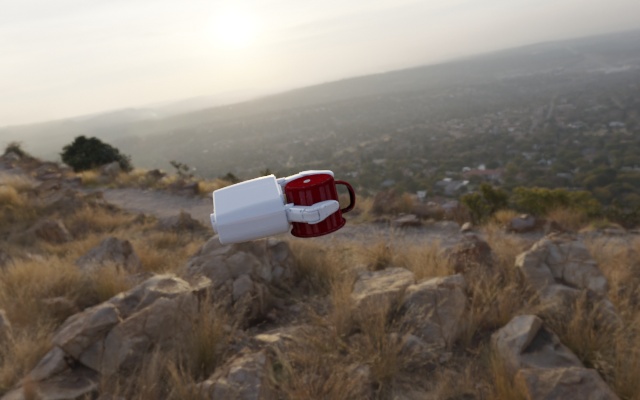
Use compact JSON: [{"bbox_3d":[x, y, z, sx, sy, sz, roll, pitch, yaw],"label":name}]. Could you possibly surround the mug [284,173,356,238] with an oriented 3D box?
[{"bbox_3d":[0.001,0.002,0.773,0.117,0.081,0.093,-14,16,-8],"label":"mug"}]
